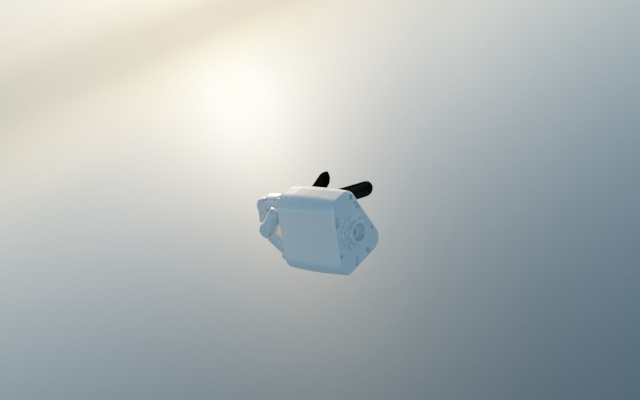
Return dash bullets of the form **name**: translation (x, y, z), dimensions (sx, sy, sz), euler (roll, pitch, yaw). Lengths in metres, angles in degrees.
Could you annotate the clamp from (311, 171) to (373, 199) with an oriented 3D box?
- **clamp**: translation (0.000, 0.002, 0.770), dimensions (0.120, 0.039, 0.171), euler (4, 34, 44)
